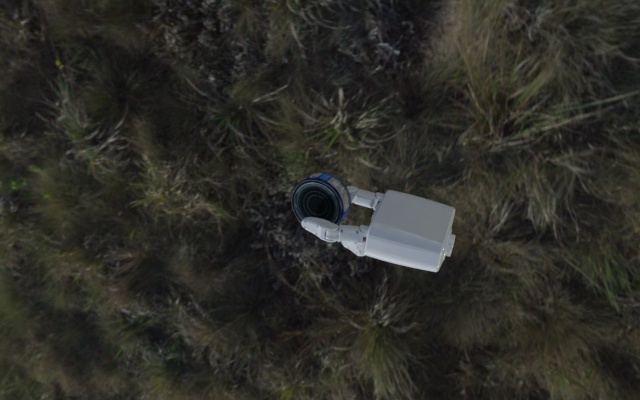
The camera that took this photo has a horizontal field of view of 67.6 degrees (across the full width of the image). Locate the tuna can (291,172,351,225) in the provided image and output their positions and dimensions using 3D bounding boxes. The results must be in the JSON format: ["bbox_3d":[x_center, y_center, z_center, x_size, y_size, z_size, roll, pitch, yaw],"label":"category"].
[{"bbox_3d":[0.000,0.003,0.715,0.086,0.086,0.033,0,21,27],"label":"tuna can"}]
